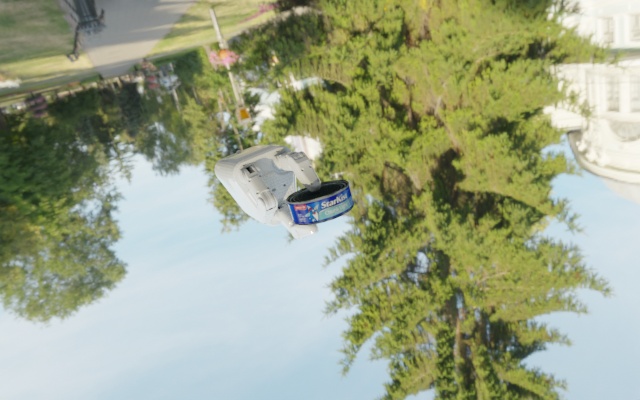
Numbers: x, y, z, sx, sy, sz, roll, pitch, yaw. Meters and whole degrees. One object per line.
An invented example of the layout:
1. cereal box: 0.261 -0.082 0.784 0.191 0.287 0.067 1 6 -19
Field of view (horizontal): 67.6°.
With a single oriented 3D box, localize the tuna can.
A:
1. tuna can: 0.000 0.003 0.632 0.086 0.034 0.086 -15 14 4
